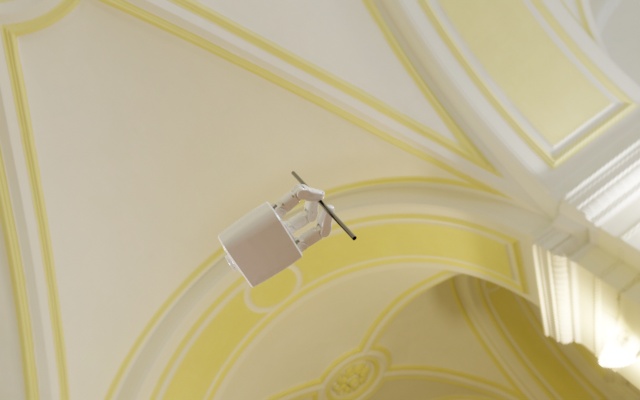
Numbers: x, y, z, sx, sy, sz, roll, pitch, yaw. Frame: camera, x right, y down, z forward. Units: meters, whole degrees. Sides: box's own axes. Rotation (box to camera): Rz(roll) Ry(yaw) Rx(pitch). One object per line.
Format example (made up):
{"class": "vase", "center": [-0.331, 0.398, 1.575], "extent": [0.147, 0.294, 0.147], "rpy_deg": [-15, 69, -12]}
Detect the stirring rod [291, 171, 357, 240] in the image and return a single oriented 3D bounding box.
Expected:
{"class": "stirring rod", "center": [0.000, 0.003, 0.849], "extent": [0.011, 0.011, 0.239], "rpy_deg": [0, 29, -31]}
